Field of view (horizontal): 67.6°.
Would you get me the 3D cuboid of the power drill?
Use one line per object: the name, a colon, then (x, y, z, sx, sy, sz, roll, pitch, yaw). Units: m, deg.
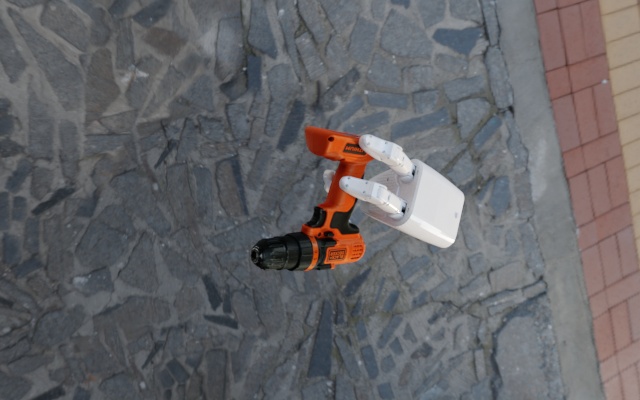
power drill: (0.000, 0.002, 0.625, 0.184, 0.188, 0.057, 0, 19, -45)
